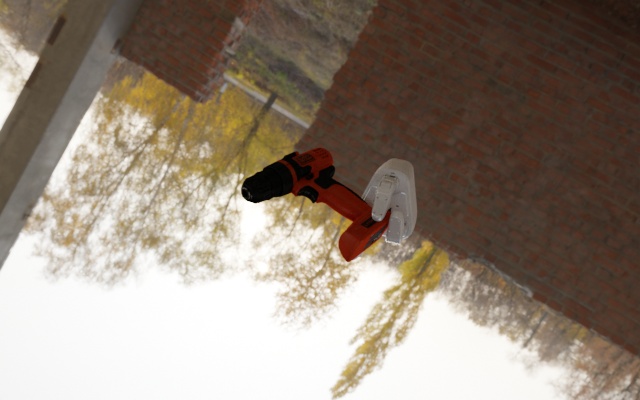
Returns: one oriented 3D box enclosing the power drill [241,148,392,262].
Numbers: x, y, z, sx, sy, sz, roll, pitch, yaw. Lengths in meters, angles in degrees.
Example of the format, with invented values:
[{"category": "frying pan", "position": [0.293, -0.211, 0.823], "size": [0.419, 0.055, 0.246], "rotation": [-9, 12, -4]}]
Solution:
[{"category": "power drill", "position": [0.001, 0.003, 0.703], "size": [0.187, 0.057, 0.184], "rotation": [42, 43, 18]}]
